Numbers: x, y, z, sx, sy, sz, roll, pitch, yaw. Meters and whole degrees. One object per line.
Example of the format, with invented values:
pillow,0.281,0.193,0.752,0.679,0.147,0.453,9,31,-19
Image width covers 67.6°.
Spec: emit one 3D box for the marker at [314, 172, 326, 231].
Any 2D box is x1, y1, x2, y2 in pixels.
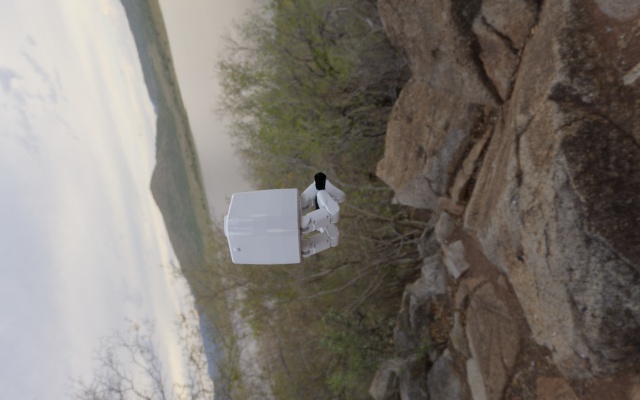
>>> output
marker,0.000,0.003,0.774,0.020,0.121,0.020,0,44,0
